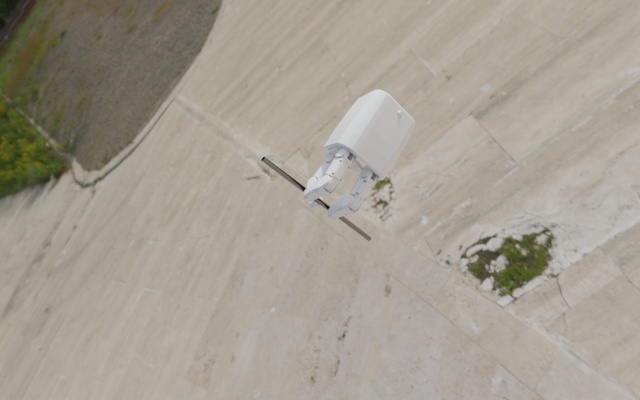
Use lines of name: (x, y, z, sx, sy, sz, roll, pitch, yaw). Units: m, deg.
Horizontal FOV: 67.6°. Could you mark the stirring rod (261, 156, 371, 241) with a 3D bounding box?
stirring rod: (0.000, 0.002, 0.747, 0.240, 0.011, 0.011, 37, -21, -30)
